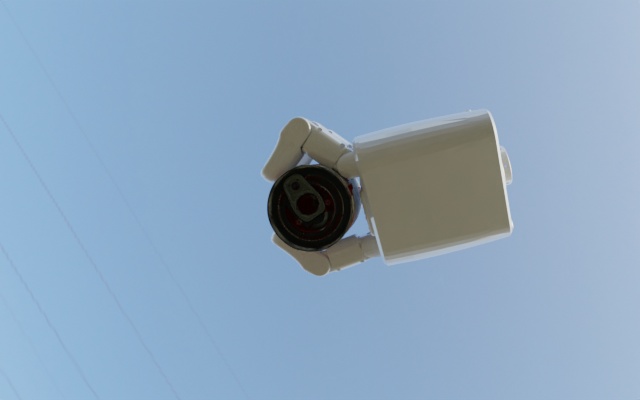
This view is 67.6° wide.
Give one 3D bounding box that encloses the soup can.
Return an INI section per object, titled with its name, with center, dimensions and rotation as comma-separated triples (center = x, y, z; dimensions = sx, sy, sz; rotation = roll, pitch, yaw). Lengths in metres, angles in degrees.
[soup can]
center = 0.000, 0.002, 0.416
dimensions = 0.068, 0.068, 0.102
rotation = 0, 6, 10
